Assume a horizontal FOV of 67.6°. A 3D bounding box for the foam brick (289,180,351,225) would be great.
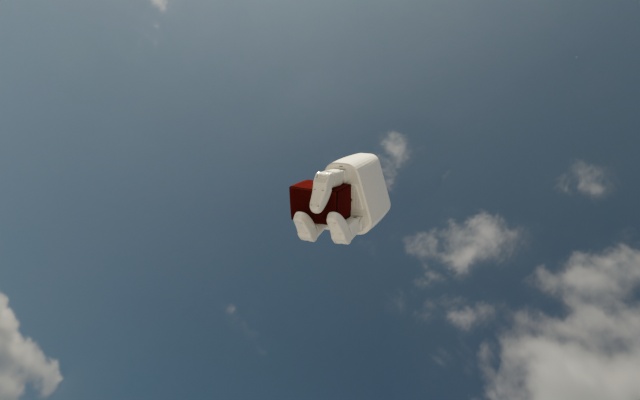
[{"bbox_3d":[0.000,0.002,0.709,0.078,0.053,0.051,8,19,25],"label":"foam brick"}]
